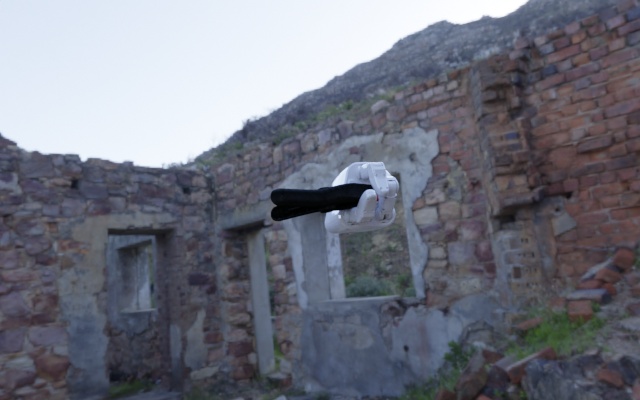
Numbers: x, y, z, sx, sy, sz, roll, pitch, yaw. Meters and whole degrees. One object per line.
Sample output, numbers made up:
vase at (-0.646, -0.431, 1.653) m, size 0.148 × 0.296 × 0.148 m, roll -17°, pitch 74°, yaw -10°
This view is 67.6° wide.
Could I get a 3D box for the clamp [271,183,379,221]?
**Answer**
clamp at (0.000, 0.002, 0.735) m, size 0.171 × 0.039 × 0.120 m, roll -3°, pitch -9°, yaw -16°
